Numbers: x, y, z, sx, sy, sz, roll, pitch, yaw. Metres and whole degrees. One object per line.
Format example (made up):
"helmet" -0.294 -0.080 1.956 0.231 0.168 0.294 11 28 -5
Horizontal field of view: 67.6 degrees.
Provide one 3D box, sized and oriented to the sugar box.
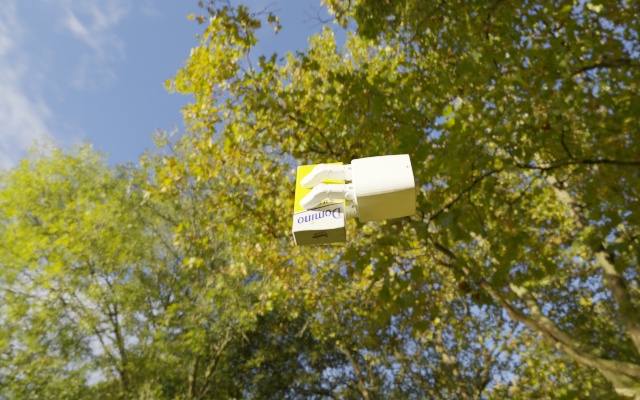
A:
"sugar box" 0.000 0.002 0.891 0.093 0.048 0.176 -6 41 6
